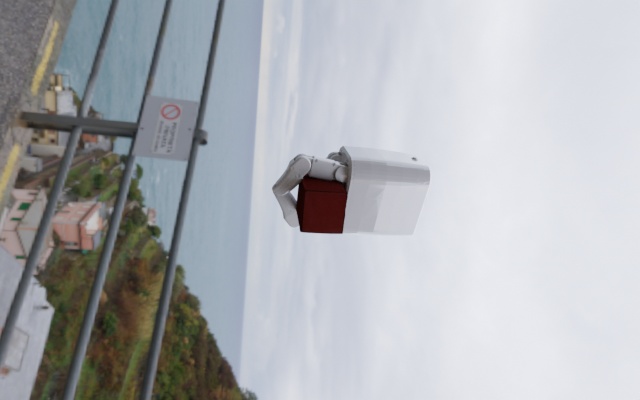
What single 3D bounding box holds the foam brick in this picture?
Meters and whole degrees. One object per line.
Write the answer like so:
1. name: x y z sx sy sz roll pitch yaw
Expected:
1. foam brick: 0.000 0.002 0.579 0.051 0.053 0.078 5 19 -8
